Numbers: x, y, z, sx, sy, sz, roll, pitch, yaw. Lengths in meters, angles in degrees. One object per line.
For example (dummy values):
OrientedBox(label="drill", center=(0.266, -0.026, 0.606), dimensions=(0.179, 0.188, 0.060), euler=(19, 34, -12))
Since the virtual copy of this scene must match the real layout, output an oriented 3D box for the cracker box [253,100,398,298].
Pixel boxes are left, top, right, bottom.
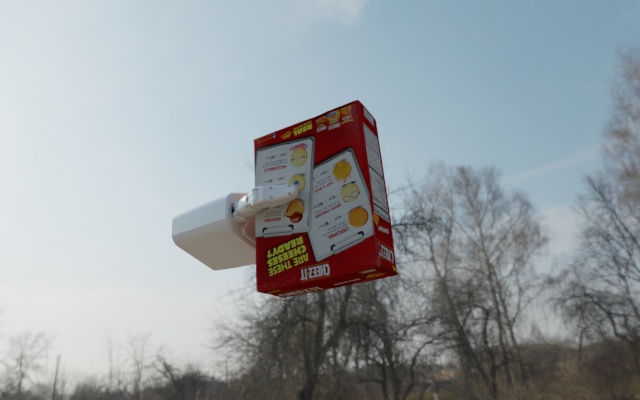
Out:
OrientedBox(label="cracker box", center=(0.000, 0.002, 0.605), dimensions=(0.164, 0.213, 0.072), euler=(-16, -25, 26))
